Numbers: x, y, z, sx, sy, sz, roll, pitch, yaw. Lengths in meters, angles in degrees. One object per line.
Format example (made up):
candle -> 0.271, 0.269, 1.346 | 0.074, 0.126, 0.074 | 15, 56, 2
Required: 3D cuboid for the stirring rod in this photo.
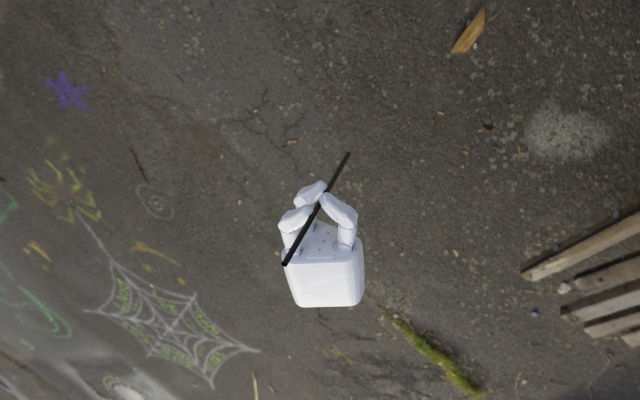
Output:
stirring rod -> 0.000, 0.002, 0.648 | 0.011, 0.011, 0.239 | 0, 38, 27
